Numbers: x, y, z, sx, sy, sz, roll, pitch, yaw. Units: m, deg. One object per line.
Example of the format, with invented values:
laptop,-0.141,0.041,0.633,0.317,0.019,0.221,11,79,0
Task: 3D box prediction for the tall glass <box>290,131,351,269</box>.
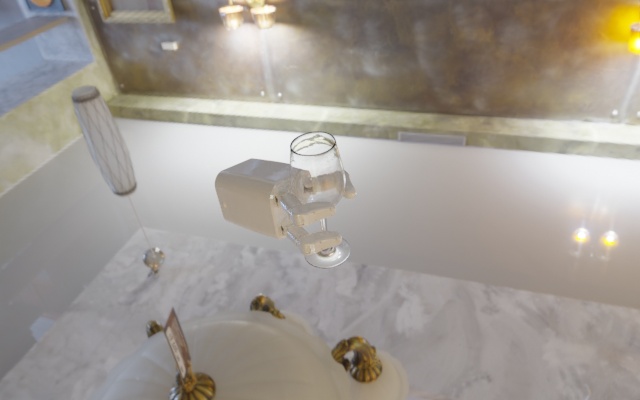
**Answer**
tall glass,0.000,0.003,0.691,0.079,0.201,0.079,-4,38,3
